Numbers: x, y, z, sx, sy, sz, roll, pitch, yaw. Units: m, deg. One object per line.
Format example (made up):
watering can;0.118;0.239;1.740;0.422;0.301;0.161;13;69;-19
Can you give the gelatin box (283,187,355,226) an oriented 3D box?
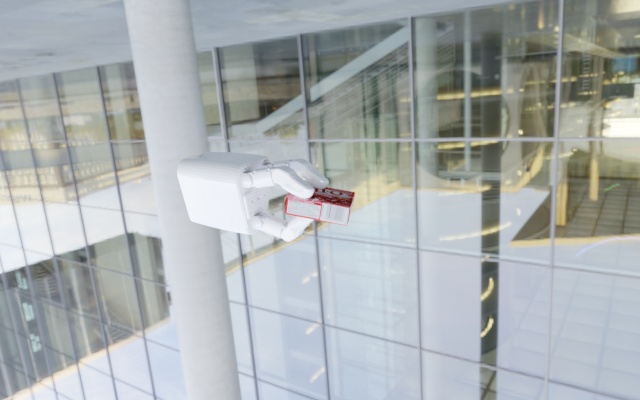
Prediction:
gelatin box;0.000;0.003;0.664;0.089;0.030;0.073;11;18;6
